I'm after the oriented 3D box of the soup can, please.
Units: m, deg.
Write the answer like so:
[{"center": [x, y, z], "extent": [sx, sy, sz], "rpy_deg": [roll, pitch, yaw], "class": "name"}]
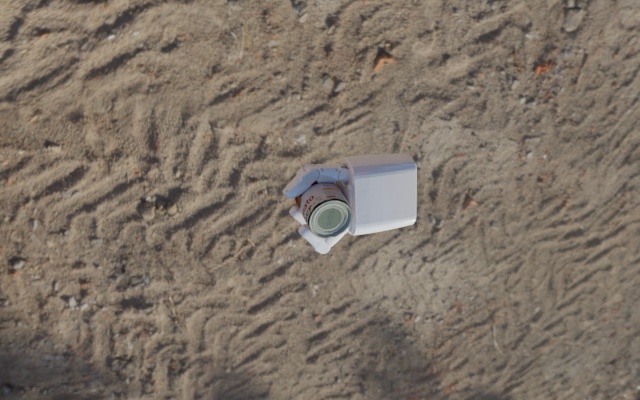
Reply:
[{"center": [0.000, 0.002, 0.712], "extent": [0.068, 0.068, 0.102], "rpy_deg": [0, 30, -20], "class": "soup can"}]
